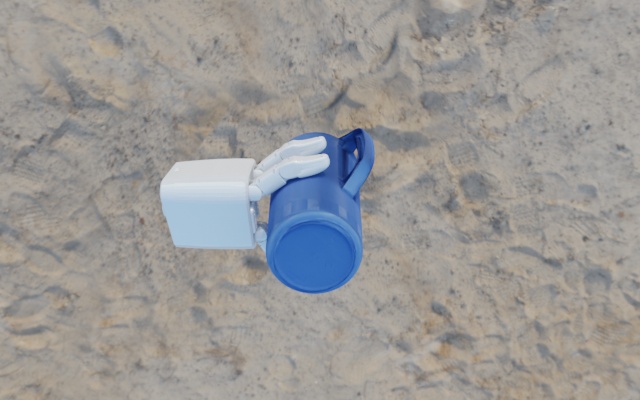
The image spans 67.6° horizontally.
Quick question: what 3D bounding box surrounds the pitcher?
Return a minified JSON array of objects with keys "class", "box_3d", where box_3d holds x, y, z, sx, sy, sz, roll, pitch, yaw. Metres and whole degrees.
[{"class":"pitcher","box_3d":[0.000,0.002,0.622,0.145,0.149,0.242,-1,26,0]}]
